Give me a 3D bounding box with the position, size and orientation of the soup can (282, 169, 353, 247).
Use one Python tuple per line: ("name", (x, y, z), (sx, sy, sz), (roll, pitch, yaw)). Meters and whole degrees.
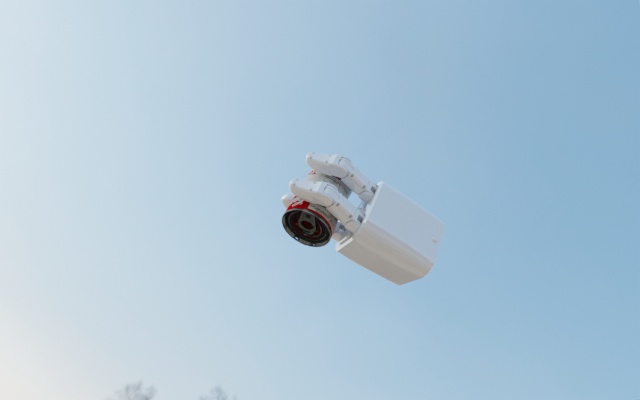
("soup can", (0.000, 0.002, 0.637), (0.068, 0.068, 0.102), (0, 43, 31))
